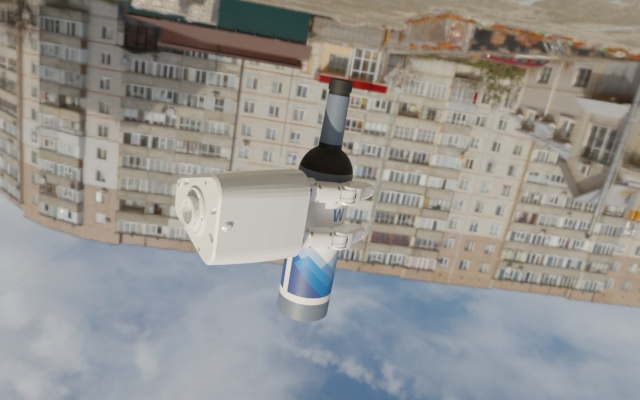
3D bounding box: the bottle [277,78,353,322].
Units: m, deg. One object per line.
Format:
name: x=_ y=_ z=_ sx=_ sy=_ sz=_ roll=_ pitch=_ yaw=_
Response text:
bottle: x=0.000 y=0.002 z=0.583 sx=0.069 sy=0.296 sz=0.069 roll=9 pitch=16 yaw=-3
